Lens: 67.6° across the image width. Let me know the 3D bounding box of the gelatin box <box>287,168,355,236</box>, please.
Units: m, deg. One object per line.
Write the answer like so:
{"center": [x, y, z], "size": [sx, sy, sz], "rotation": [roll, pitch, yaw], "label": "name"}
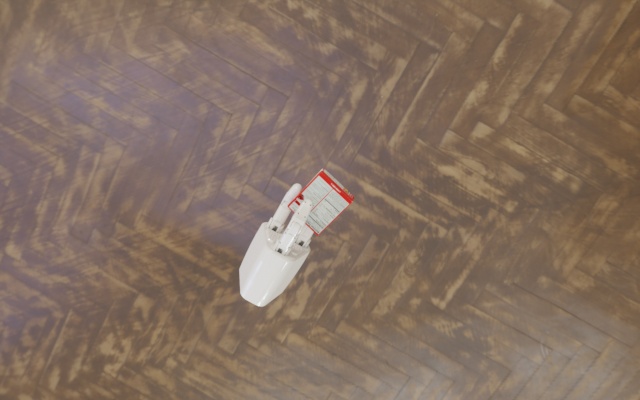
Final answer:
{"center": [0.000, 0.002, 0.796], "size": [0.089, 0.073, 0.030], "rotation": [-45, 5, 19], "label": "gelatin box"}
